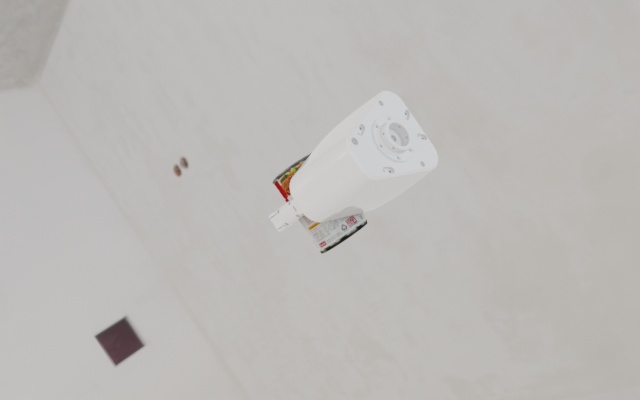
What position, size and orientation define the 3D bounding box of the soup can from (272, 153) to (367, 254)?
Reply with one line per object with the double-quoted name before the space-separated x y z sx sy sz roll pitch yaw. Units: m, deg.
"soup can" 0.000 0.002 0.556 0.068 0.102 0.068 -34 -2 -1
